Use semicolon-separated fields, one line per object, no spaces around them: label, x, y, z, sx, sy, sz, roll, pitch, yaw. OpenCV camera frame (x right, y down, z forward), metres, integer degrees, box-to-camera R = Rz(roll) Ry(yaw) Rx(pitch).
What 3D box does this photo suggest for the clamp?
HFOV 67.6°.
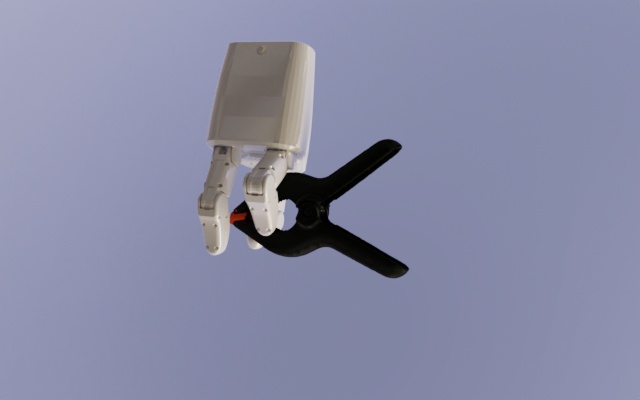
clamp;0.000;0.002;0.437;0.171;0.120;0.039;5;-9;17
